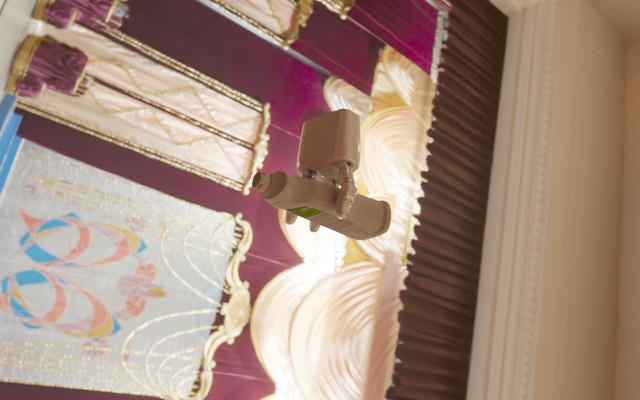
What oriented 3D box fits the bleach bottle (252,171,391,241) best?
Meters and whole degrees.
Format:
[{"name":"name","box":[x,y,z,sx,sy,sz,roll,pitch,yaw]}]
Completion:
[{"name":"bleach bottle","box":[0.000,0.003,0.828,0.251,0.068,0.102,22,-29,-32]}]
